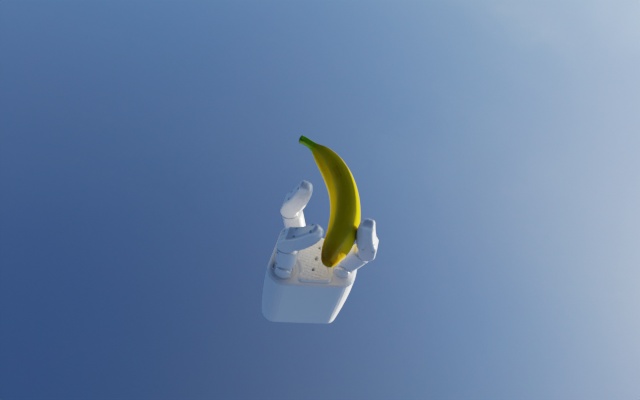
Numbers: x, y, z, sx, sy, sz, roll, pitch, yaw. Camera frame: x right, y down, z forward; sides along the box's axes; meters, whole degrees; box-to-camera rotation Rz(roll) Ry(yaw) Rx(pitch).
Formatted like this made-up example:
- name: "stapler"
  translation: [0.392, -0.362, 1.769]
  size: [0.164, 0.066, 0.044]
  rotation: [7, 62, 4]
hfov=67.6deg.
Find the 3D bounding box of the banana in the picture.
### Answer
- name: "banana"
  translation: [0.017, 0.000, 0.597]
  size: [0.069, 0.197, 0.037]
  rotation: [1, -39, -18]
